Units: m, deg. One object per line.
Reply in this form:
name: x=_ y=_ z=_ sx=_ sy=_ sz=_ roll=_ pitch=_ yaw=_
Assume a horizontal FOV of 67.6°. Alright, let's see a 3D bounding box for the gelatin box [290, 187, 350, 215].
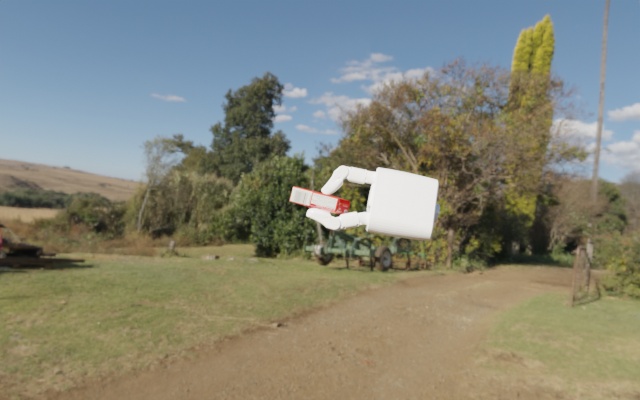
gelatin box: x=0.000 y=0.002 z=0.837 sx=0.089 sy=0.030 sz=0.073 roll=15 pitch=-1 yaw=18
